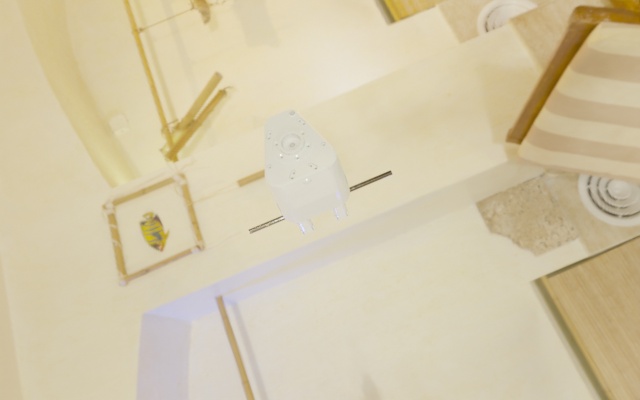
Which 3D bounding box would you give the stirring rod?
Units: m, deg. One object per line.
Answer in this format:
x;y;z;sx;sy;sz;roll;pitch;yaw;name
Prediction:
0.000;0.002;0.745;0.239;0.011;0.011;-23;0;0;stirring rod
